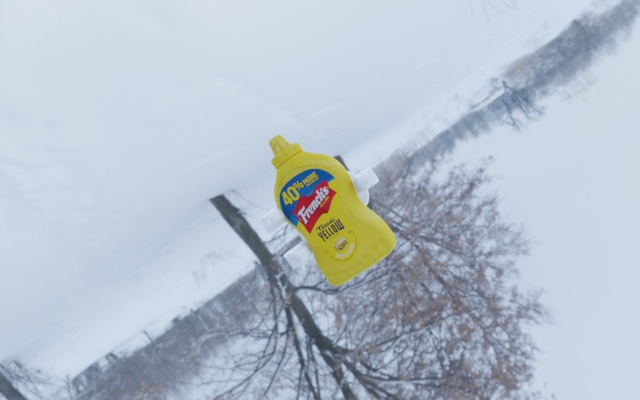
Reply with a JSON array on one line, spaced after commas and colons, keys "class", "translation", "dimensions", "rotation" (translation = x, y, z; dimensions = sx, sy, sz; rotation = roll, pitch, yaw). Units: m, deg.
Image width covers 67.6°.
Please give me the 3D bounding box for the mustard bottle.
[{"class": "mustard bottle", "translation": [0.000, 0.002, 0.578], "dimensions": [0.096, 0.191, 0.058], "rotation": [-36, -1, 23]}]
